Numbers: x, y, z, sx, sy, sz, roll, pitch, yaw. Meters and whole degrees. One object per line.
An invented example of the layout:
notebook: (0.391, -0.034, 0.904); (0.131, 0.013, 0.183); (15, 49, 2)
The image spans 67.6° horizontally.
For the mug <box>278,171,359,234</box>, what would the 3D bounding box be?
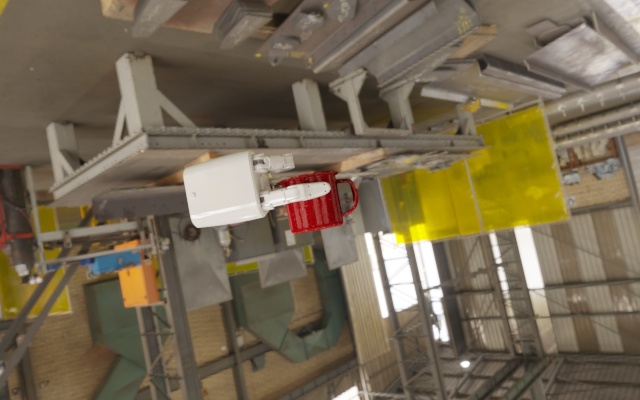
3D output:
mug: (0.002, 0.002, 0.723); (0.117, 0.081, 0.093); (-11, -4, 8)
